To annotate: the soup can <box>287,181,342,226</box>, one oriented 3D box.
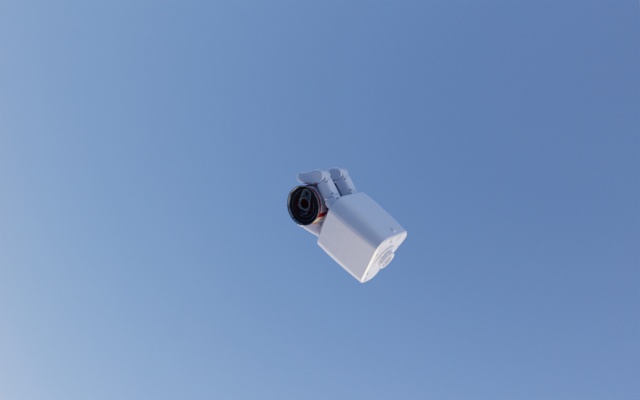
[{"bbox_3d":[0.000,0.002,0.831,0.068,0.068,0.102,0,7,37],"label":"soup can"}]
